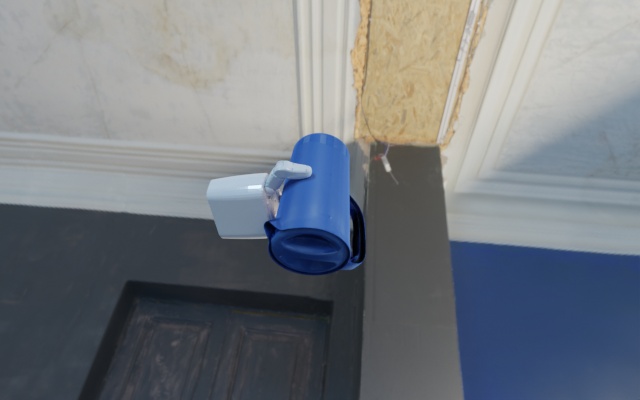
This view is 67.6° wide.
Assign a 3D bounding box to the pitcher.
[{"bbox_3d":[0.000,0.003,0.837,0.145,0.242,0.149,-5,-42,13],"label":"pitcher"}]
